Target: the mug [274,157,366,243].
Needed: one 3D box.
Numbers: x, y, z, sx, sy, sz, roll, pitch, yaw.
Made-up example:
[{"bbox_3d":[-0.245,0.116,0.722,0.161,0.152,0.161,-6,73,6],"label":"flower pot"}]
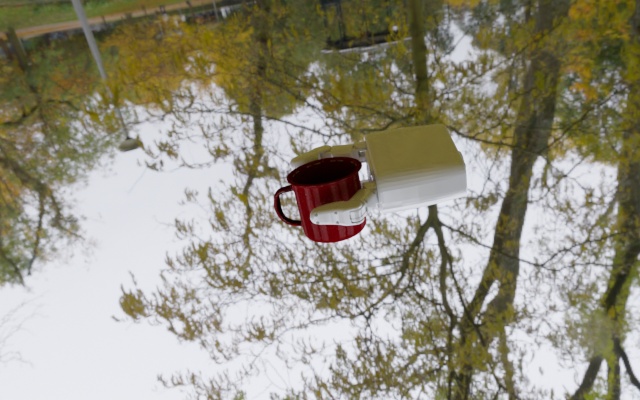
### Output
[{"bbox_3d":[-0.001,0.002,0.594,0.117,0.081,0.093,-10,23,4],"label":"mug"}]
